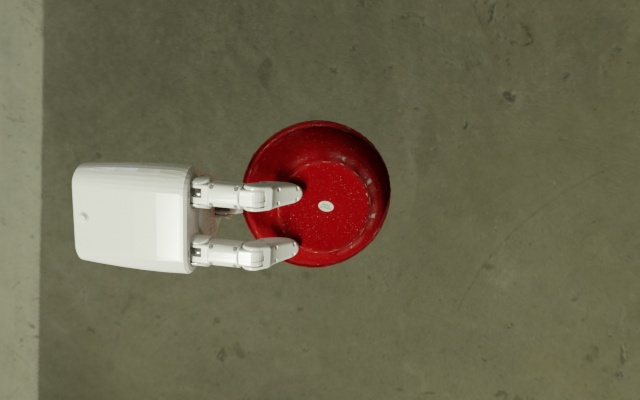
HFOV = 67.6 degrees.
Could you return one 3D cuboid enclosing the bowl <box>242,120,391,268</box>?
[{"bbox_3d":[0.001,0.001,0.486,0.162,0.162,0.055,0,13,-8],"label":"bowl"}]
